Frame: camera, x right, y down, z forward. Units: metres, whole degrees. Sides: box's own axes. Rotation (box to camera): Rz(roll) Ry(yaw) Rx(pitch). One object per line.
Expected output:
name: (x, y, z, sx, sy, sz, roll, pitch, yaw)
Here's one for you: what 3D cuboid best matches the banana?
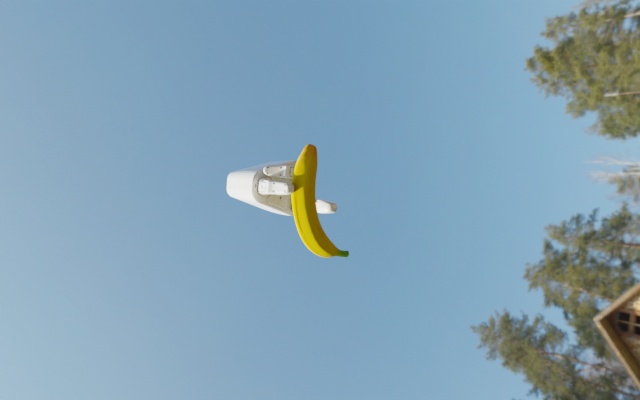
banana: (-0.013, 0.013, 0.755, 0.069, 0.198, 0.037, -28, 20, -33)
